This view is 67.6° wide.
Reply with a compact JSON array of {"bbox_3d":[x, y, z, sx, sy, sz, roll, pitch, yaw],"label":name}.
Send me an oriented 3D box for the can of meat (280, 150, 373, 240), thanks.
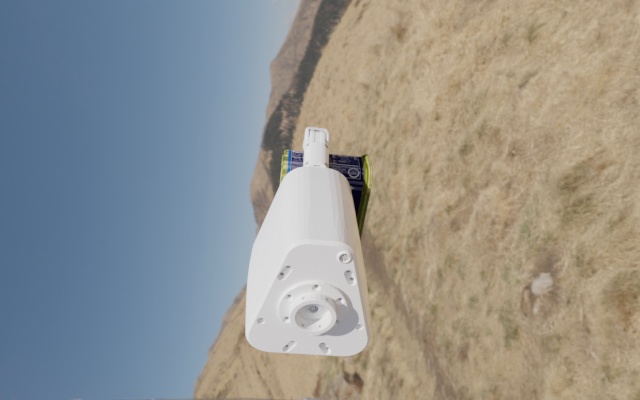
[{"bbox_3d":[0.000,0.001,0.475,0.084,0.102,0.057,5,33,-5],"label":"can of meat"}]
